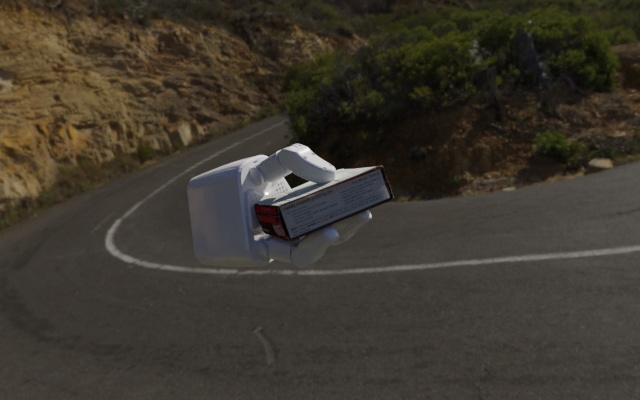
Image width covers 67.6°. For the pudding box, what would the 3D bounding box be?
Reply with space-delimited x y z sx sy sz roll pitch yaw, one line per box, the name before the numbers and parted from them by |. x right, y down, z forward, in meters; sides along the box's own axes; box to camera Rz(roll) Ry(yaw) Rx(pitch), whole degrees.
pudding box | 0.000 0.001 0.468 0.113 0.039 0.090 -23 10 -19
